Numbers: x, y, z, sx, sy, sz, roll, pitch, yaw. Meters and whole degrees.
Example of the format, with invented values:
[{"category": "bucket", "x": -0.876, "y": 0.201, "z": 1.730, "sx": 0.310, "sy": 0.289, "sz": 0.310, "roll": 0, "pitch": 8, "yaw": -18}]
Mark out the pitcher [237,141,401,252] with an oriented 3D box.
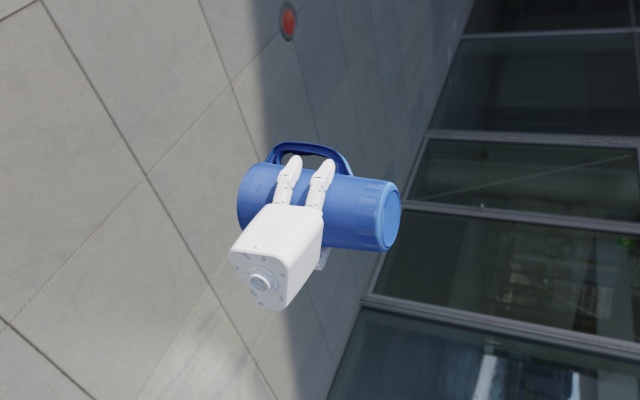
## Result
[{"category": "pitcher", "x": 0.000, "y": 0.003, "z": 0.766, "sx": 0.243, "sy": 0.149, "sz": 0.145, "roll": 7, "pitch": 36, "yaw": 25}]
